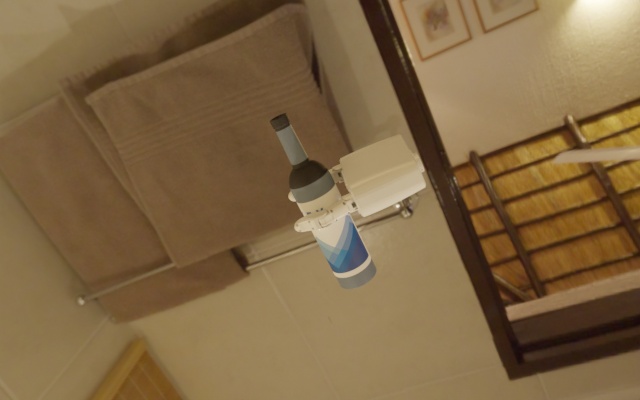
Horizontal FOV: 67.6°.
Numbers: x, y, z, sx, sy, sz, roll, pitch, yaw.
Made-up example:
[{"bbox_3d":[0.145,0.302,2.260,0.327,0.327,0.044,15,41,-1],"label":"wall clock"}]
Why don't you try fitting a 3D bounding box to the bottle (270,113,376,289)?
[{"bbox_3d":[0.000,0.003,0.745,0.069,0.296,0.069,-24,19,9],"label":"bottle"}]
